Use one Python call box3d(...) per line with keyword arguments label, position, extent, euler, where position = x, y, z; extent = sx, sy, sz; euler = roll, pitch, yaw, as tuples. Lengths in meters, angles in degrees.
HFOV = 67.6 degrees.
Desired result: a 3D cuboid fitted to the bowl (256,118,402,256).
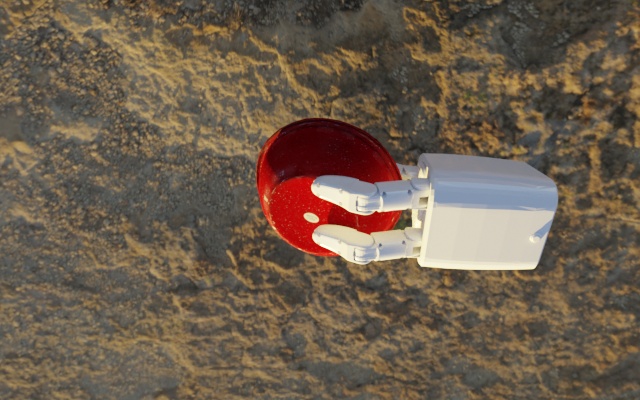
box3d(label="bowl", position=(-0.001, 0.002, 0.482), extent=(0.162, 0.162, 0.055), euler=(0, 32, 20))
